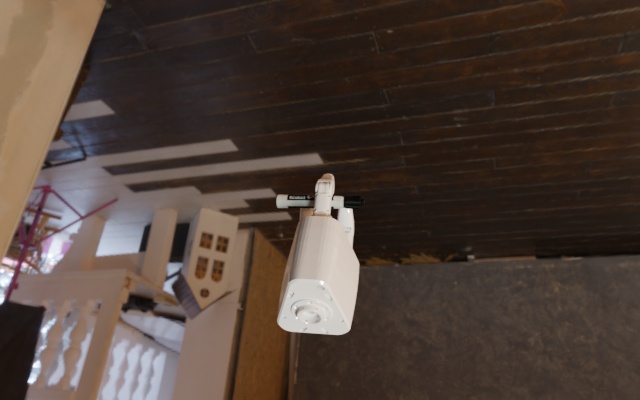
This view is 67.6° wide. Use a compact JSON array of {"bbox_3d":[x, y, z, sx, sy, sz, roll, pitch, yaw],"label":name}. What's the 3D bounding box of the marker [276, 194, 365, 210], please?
[{"bbox_3d":[0.000,0.002,0.656,0.121,0.020,0.020,1,0,9],"label":"marker"}]
